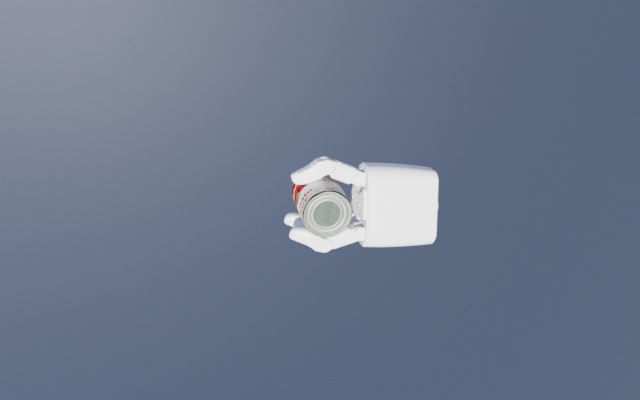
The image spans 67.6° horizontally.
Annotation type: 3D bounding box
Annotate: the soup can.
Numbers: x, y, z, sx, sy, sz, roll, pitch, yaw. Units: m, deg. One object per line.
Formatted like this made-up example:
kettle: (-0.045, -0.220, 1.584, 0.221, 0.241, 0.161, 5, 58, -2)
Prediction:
soup can: (0.000, 0.002, 0.663, 0.068, 0.068, 0.102, 0, 20, -12)
